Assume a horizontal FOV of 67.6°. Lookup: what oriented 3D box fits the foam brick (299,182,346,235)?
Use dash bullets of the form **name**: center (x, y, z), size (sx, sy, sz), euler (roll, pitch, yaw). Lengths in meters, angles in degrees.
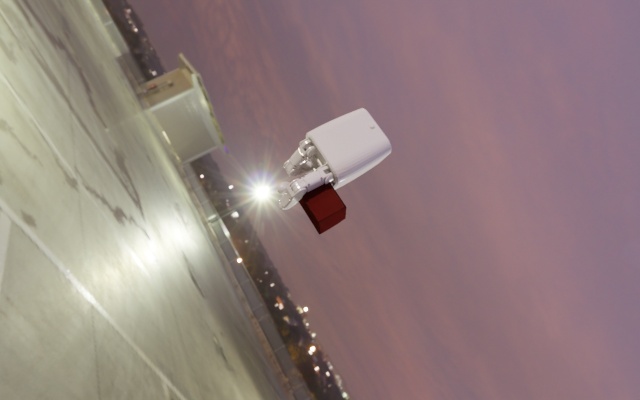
- **foam brick**: center (0.000, 0.003, 0.757), size (0.051, 0.078, 0.053), euler (-28, -21, -12)
